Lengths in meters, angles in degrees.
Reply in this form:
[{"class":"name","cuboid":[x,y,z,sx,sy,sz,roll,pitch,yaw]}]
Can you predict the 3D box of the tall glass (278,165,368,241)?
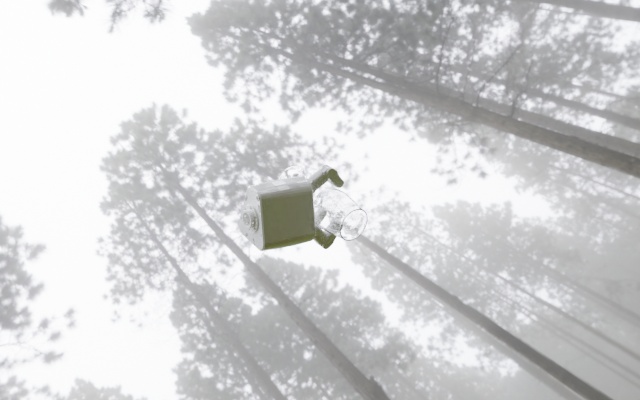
[{"class":"tall glass","cuboid":[0.000,0.003,0.893,0.079,0.079,0.201,0,23,-40]}]
